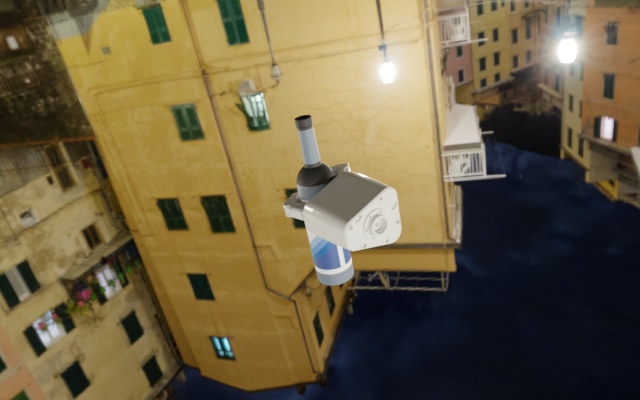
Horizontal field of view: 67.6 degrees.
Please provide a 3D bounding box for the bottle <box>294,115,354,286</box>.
[{"bbox_3d":[0.000,0.003,0.798,0.069,0.296,0.069,-10,25,4],"label":"bottle"}]
